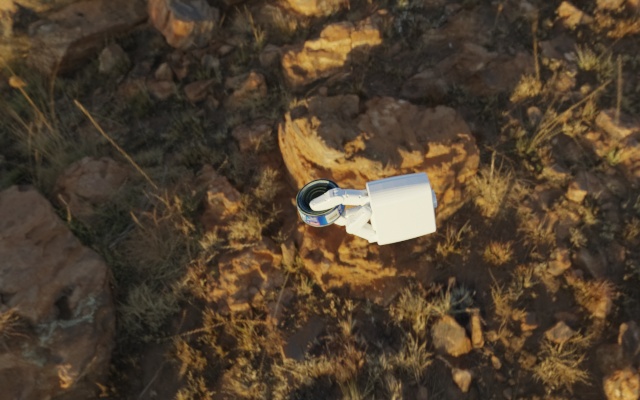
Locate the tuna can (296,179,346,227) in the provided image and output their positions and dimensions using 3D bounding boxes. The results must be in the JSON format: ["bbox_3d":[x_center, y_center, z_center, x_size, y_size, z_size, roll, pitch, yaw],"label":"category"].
[{"bbox_3d":[0.000,0.002,0.858,0.086,0.086,0.034,0,-36,17],"label":"tuna can"}]
